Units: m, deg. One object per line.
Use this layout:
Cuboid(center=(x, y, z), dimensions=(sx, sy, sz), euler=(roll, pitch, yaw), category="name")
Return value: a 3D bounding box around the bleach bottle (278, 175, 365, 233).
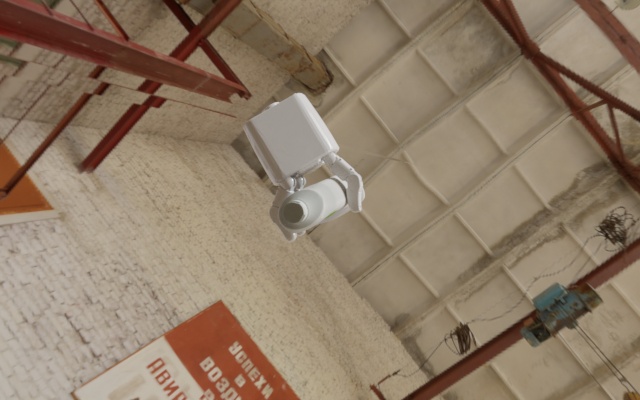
Cuboid(center=(0.000, 0.002, 0.736), dimensions=(0.102, 0.068, 0.251), euler=(-34, -4, 13), category="bleach bottle")
